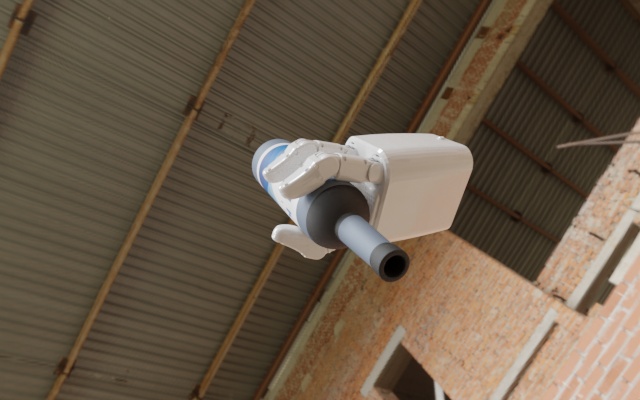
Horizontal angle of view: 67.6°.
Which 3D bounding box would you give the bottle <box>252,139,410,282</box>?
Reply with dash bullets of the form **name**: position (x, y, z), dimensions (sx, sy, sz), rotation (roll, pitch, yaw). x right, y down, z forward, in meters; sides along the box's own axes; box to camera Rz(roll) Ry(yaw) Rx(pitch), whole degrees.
- **bottle**: position (0.000, 0.002, 0.487), dimensions (0.069, 0.069, 0.295), rotation (0, 19, -24)
